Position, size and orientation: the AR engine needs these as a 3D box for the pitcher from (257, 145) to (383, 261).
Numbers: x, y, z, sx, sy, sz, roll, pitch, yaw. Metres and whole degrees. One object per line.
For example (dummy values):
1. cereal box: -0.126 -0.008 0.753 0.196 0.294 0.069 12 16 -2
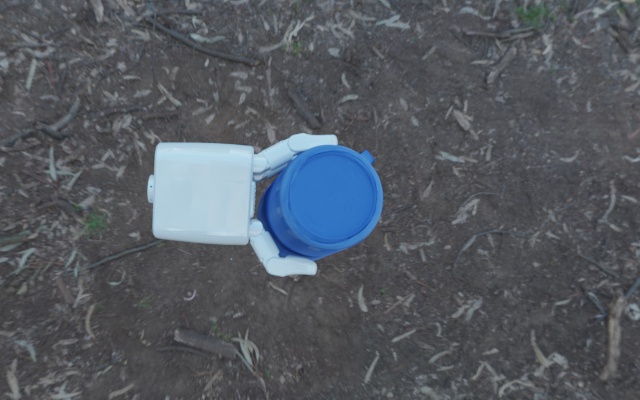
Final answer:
1. pitcher: 0.000 0.002 0.589 0.145 0.149 0.243 3 -7 -9
